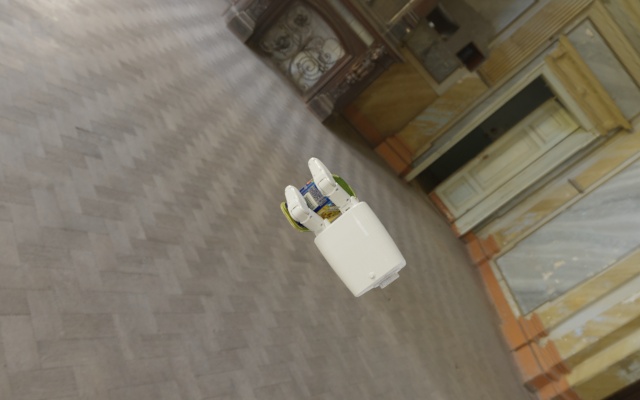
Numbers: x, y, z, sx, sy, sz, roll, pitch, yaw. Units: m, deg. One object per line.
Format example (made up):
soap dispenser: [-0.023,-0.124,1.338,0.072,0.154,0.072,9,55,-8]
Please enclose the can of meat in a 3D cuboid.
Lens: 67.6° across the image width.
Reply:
can of meat: [0.000,0.002,0.758,0.084,0.057,0.102,-41,-19,19]
